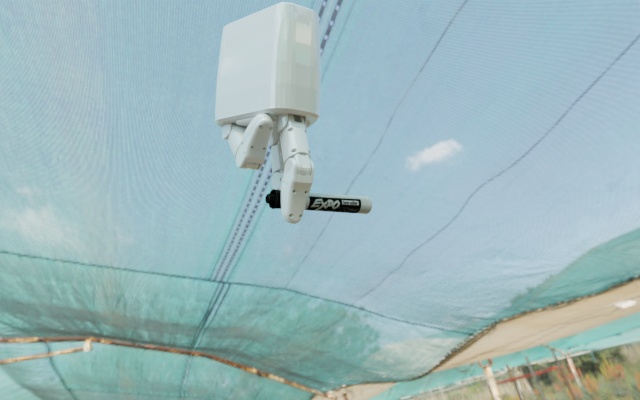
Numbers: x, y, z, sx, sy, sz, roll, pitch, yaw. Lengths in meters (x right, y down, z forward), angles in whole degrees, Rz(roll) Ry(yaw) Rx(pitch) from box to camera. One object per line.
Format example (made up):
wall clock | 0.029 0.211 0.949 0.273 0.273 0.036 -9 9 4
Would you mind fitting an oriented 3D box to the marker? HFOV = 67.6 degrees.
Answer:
marker | 0.000 0.002 0.483 0.121 0.020 0.020 4 -2 -33
